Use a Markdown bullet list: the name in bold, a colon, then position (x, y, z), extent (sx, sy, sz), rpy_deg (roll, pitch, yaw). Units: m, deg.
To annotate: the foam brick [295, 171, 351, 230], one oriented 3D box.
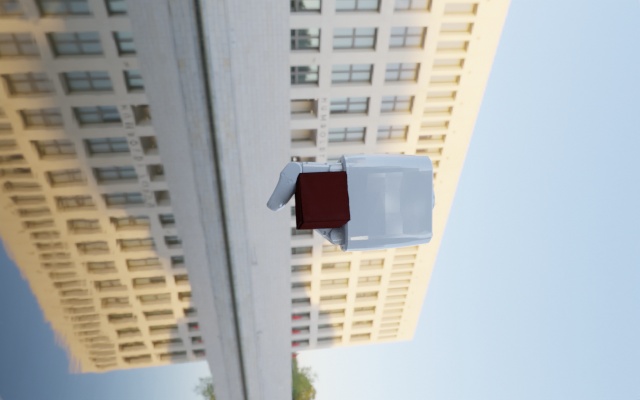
- **foam brick**: position (0.000, 0.002, 0.517), extent (0.051, 0.053, 0.078), rpy_deg (-2, -8, -7)
